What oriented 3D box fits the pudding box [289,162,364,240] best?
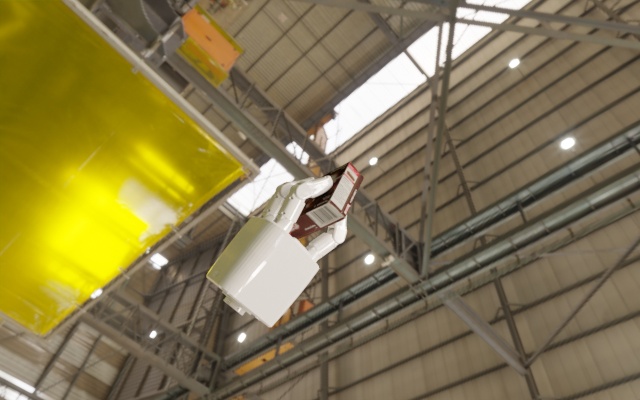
[{"bbox_3d":[0.000,0.002,0.686,0.113,0.039,0.090,-24,28,41],"label":"pudding box"}]
